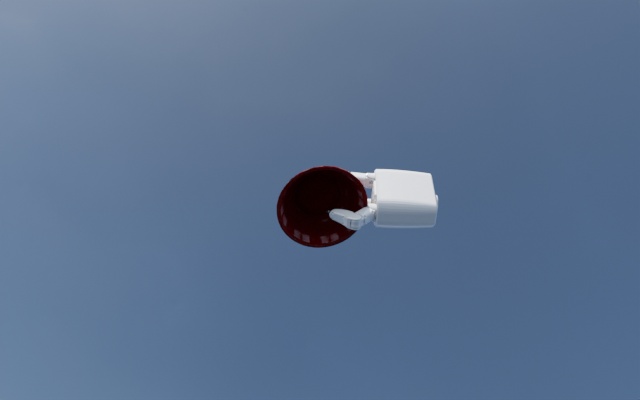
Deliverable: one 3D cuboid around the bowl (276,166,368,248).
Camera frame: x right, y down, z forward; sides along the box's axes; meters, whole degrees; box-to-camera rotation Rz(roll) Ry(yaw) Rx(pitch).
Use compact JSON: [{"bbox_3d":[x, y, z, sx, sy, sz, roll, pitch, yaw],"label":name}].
[{"bbox_3d":[-0.001,0.002,0.851,0.162,0.162,0.055,0,28,-10],"label":"bowl"}]
